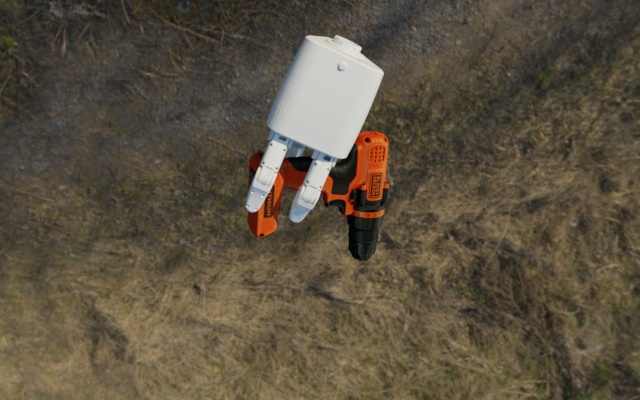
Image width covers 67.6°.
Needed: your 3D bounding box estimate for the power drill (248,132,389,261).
[{"bbox_3d":[0.000,0.002,0.632,0.187,0.184,0.057,-5,19,-22],"label":"power drill"}]
